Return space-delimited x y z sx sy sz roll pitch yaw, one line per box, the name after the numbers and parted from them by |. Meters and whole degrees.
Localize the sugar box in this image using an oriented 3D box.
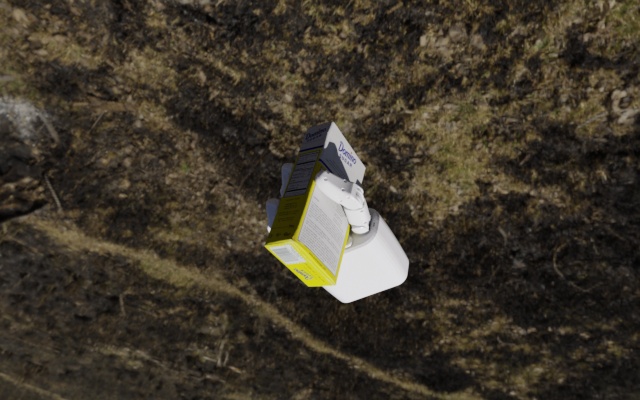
0.000 0.002 0.566 0.048 0.176 0.093 -11 -43 31 | sugar box
